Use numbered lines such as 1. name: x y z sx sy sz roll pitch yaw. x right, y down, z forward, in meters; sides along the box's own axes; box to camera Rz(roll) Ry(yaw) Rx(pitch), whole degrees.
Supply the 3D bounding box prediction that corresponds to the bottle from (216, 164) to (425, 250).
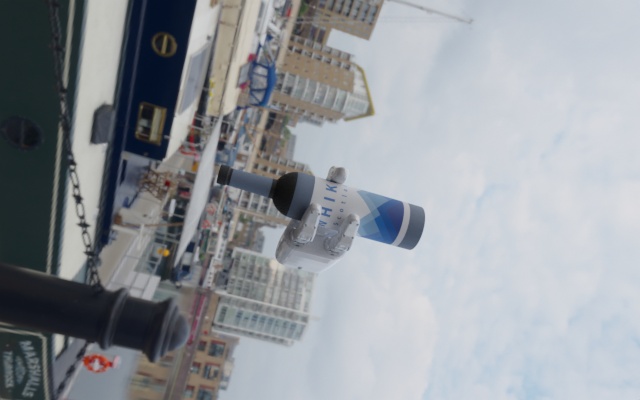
1. bottle: 0.000 0.002 0.680 0.296 0.069 0.069 16 -3 -9
